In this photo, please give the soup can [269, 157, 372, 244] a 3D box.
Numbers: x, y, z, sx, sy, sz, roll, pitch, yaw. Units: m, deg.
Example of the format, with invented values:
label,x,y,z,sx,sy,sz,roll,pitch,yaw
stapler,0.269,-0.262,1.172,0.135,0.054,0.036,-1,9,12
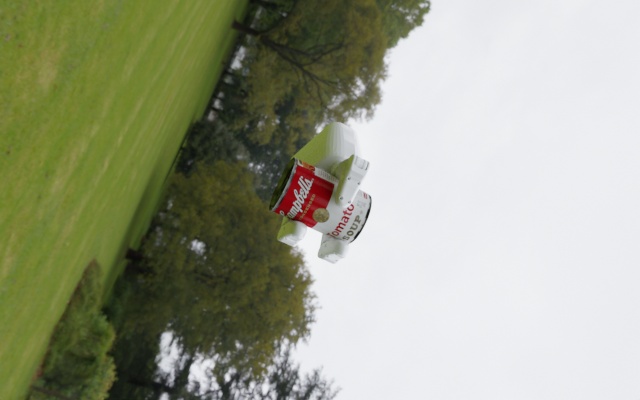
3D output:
label,x,y,z,sx,sy,sz,roll,pitch,yaw
soup can,0.000,0.002,0.558,0.102,0.068,0.068,25,-6,-14
